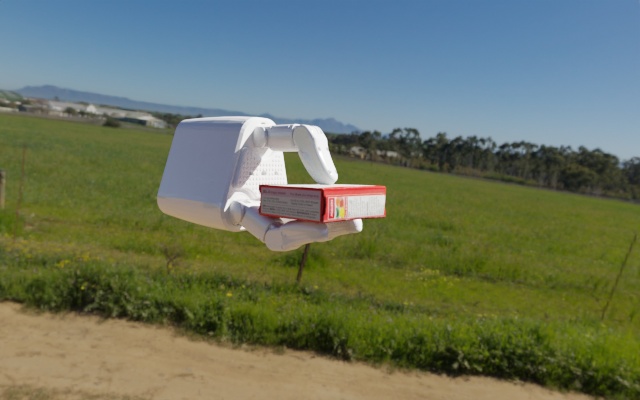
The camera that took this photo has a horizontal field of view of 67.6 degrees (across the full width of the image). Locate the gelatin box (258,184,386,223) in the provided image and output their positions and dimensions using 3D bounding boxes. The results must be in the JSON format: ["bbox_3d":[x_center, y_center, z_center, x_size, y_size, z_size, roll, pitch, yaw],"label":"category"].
[{"bbox_3d":[0.000,0.001,0.413,0.073,0.030,0.089,-2,4,-42],"label":"gelatin box"}]
